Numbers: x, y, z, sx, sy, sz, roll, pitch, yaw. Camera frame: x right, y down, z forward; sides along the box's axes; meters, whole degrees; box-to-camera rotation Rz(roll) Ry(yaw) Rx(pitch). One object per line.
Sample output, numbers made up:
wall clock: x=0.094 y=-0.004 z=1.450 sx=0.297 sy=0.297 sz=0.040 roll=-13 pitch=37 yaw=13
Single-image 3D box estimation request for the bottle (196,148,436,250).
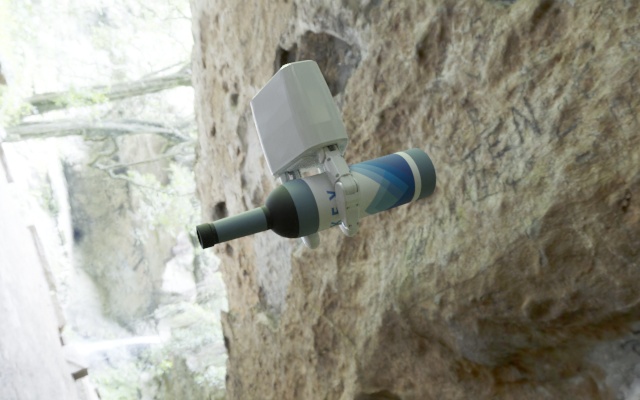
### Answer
bottle: x=0.000 y=0.002 z=0.569 sx=0.295 sy=0.069 sz=0.069 roll=-16 pitch=6 yaw=-22
